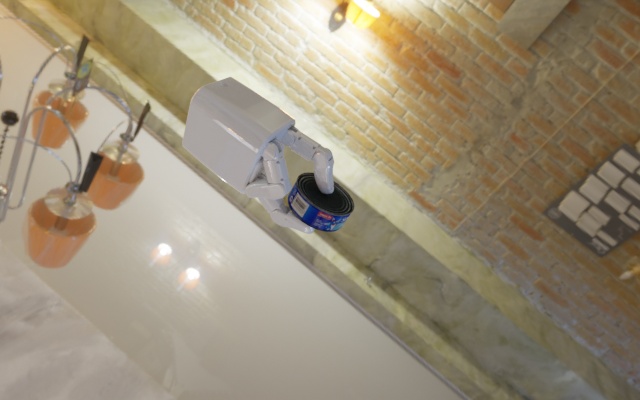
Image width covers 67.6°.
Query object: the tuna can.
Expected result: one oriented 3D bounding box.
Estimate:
[{"bbox_3d":[0.000,0.003,0.639,0.086,0.034,0.086,23,30,-14],"label":"tuna can"}]
